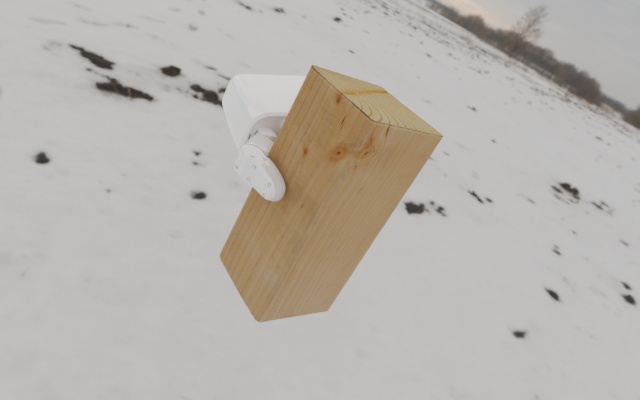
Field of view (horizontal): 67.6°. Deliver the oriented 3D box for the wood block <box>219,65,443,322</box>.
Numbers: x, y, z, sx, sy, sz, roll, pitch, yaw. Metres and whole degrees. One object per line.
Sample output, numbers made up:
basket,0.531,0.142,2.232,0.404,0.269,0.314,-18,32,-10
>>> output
wood block,0.000,0.001,0.425,0.091,0.206,0.090,3,36,-43
